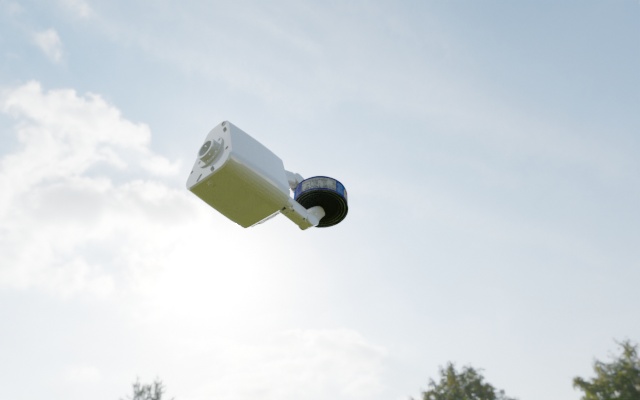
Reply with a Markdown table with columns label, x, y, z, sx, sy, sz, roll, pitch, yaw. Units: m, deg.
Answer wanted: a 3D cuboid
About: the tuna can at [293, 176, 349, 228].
| label | x | y | z | sx | sy | sz | roll | pitch | yaw |
| --- | --- | --- | --- | --- | --- | --- | --- | --- | --- |
| tuna can | 0.000 | 0.002 | 0.736 | 0.086 | 0.033 | 0.086 | 0 | -44 | 0 |
